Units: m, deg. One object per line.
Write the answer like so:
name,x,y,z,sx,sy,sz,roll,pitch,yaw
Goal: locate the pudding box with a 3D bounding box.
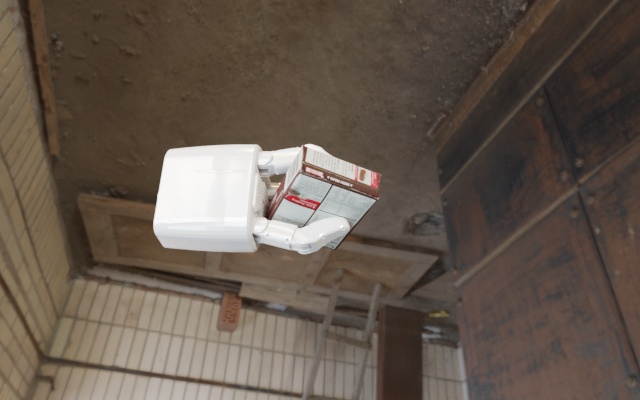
pudding box,0.000,0.002,0.515,0.090,0.039,0.113,18,-38,-15
